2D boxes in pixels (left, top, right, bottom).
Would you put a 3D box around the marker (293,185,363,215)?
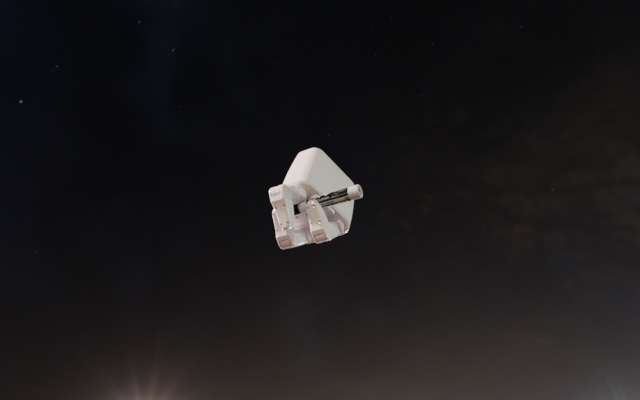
[{"bbox_3d":[0.000,0.002,0.668,0.121,0.020,0.020,-16,-6,22],"label":"marker"}]
